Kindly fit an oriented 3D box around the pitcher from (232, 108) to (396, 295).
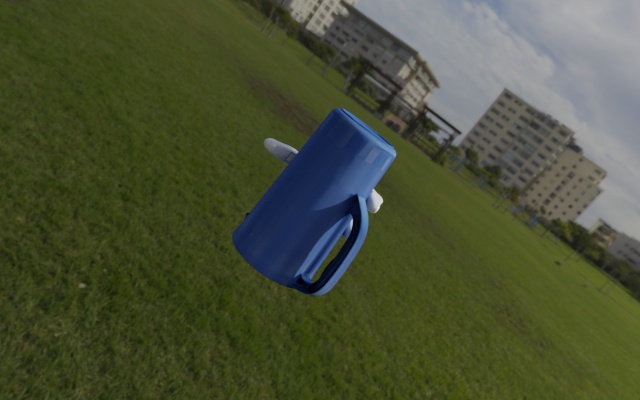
[{"bbox_3d":[0.000,0.002,0.670,0.149,0.243,0.145,35,13,-8],"label":"pitcher"}]
